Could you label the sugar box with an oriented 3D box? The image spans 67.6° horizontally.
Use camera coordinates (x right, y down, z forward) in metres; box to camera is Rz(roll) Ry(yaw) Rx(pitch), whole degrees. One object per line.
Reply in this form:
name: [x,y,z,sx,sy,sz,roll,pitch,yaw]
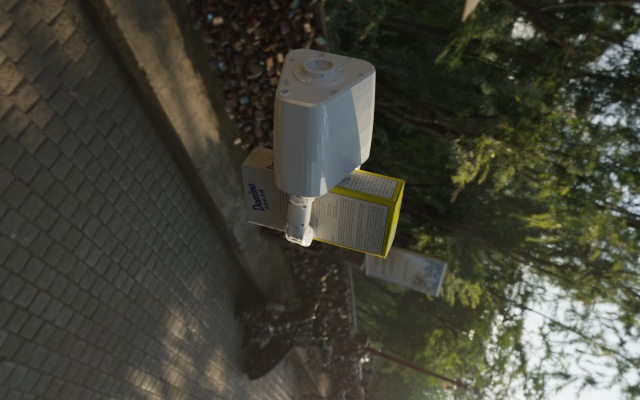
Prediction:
sugar box: [0.000,0.001,0.545,0.176,0.093,0.048,16,45,14]
